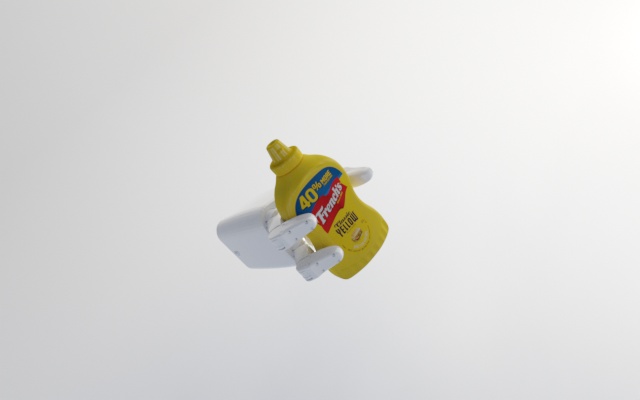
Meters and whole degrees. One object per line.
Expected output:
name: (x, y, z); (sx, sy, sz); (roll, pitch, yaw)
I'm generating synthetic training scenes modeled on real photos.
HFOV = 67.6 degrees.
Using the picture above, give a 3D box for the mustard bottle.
mustard bottle: (0.000, 0.002, 0.580); (0.192, 0.096, 0.058); (50, -17, -25)
